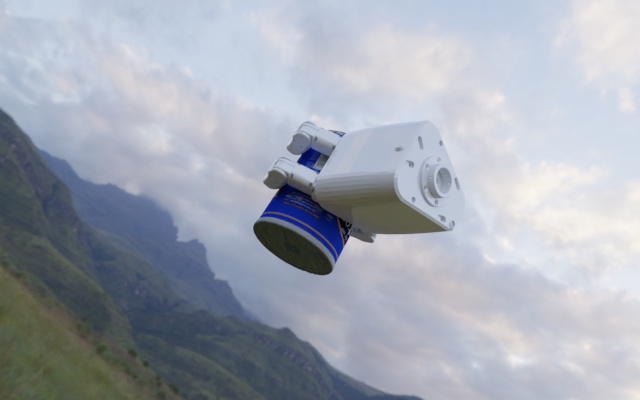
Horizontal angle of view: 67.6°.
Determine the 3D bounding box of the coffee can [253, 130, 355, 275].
[{"bbox_3d":[0.000,0.002,0.565,0.103,0.140,0.103,24,-27,13],"label":"coffee can"}]
